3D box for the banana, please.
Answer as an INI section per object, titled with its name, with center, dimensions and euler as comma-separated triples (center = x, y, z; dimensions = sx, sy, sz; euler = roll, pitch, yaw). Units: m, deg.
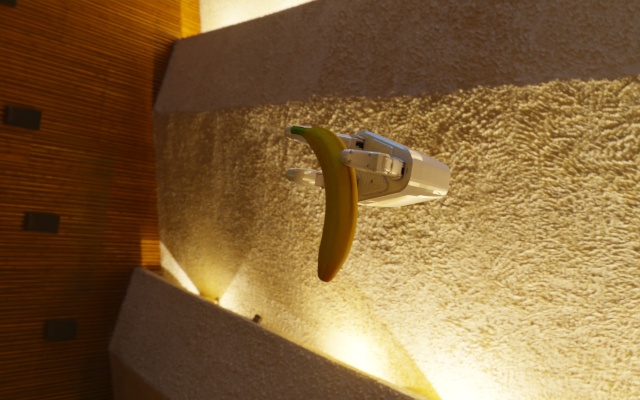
[banana]
center = 0.013, -0.007, 0.558
dimensions = 0.069, 0.197, 0.037
euler = -23, -21, 38
